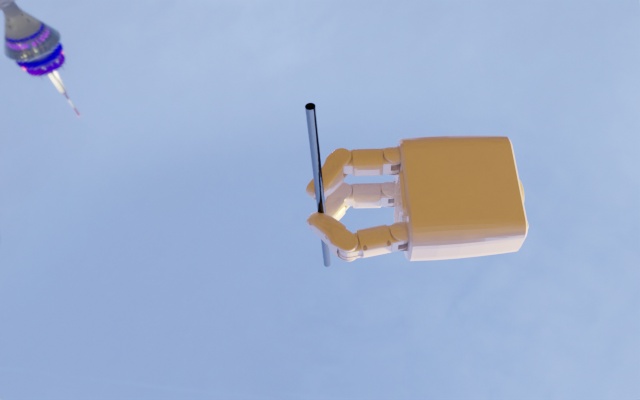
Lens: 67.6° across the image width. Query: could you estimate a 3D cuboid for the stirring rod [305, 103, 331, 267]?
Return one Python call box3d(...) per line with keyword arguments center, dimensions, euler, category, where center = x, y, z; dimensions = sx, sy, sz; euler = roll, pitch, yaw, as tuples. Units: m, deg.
box3d(center=(0.000, 0.001, 0.449), dimensions=(0.011, 0.011, 0.240), euler=(0, -36, 5), category="stirring rod")
